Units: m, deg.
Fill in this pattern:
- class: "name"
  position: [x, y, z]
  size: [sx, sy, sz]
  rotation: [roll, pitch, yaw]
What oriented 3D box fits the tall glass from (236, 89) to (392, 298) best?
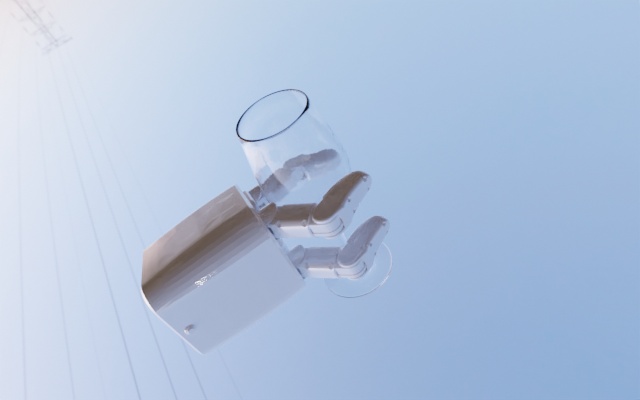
- class: "tall glass"
  position: [0.000, 0.002, 0.424]
  size: [0.079, 0.079, 0.201]
  rotation: [0, -42, 30]
